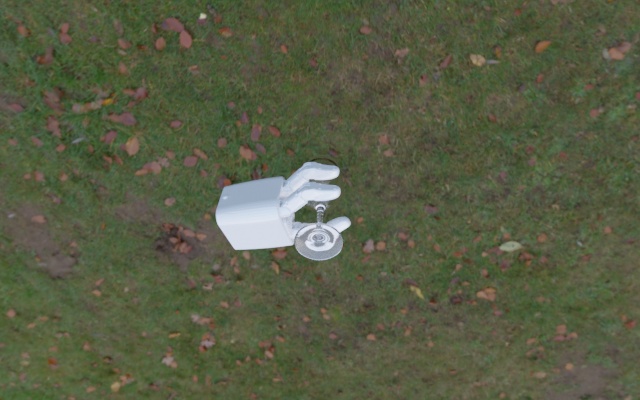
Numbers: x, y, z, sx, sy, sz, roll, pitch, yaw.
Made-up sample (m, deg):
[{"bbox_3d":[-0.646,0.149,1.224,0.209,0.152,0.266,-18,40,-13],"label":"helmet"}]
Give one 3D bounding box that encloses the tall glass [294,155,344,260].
[{"bbox_3d":[0.000,0.003,0.795,0.079,0.079,0.201,0,38,3],"label":"tall glass"}]
